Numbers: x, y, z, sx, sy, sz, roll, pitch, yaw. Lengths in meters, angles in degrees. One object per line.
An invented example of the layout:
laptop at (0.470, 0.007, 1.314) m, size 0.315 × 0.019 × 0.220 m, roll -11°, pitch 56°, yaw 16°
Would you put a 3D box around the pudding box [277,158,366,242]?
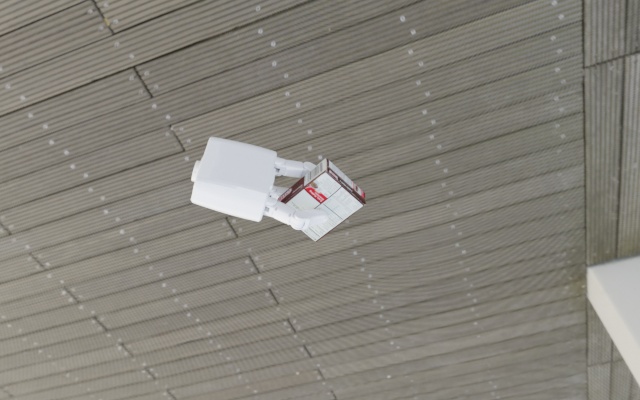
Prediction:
pudding box at (0.000, 0.002, 0.743) m, size 0.113 × 0.039 × 0.090 m, roll -37°, pitch -63°, yaw 26°
